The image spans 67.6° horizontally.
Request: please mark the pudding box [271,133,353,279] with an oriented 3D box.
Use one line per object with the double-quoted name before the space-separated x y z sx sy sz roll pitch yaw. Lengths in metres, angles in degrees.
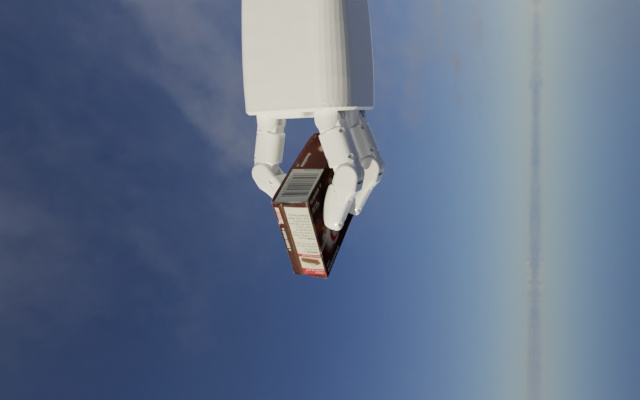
"pudding box" 0.000 0.001 0.450 0.039 0.090 0.113 3 40 24
